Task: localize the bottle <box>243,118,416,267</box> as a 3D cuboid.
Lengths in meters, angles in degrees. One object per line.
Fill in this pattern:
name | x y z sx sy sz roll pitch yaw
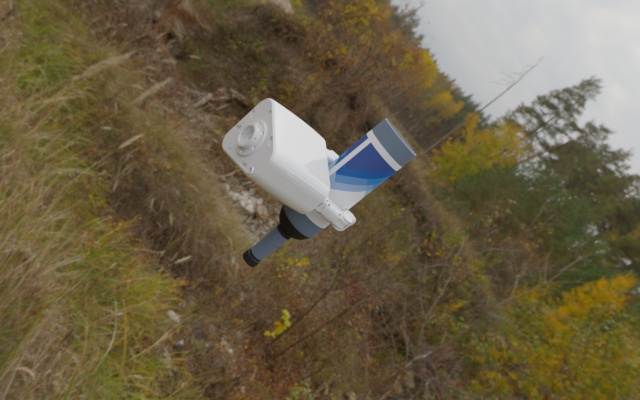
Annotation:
bottle | 0.000 0.002 0.691 0.296 0.069 0.069 -39 -13 16
